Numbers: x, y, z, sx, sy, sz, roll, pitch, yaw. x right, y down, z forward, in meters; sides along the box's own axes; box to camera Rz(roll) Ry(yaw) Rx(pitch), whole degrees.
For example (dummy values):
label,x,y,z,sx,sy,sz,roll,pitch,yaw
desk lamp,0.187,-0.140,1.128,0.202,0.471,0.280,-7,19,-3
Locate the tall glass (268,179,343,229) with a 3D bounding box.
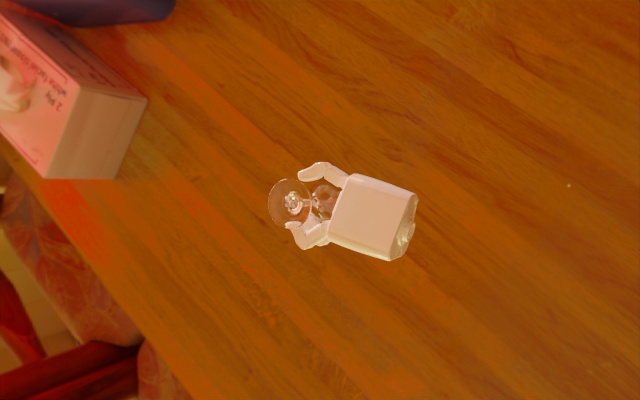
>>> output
label,x,y,z,sx,sy,sz,roll,pitch,yaw
tall glass,0.000,0.002,0.787,0.079,0.079,0.201,0,2,27
